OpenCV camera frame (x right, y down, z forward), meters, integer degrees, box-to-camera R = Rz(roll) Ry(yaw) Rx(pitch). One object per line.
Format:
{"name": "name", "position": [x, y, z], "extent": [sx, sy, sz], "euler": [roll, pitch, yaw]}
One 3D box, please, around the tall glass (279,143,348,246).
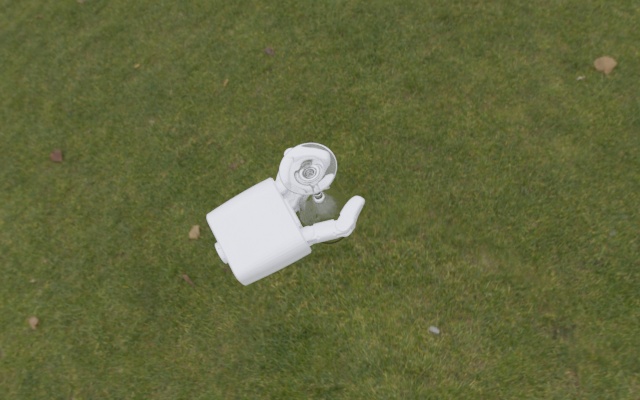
{"name": "tall glass", "position": [0.000, 0.002, 0.683], "extent": [0.079, 0.079, 0.201], "euler": [0, -25, 11]}
